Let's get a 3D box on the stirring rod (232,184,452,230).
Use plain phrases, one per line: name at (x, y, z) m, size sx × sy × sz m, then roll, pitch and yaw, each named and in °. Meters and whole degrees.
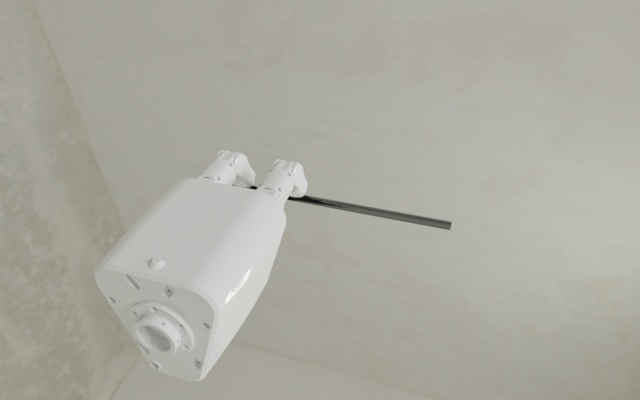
stirring rod at (0.000, 0.002, 0.449) m, size 0.239 × 0.011 × 0.011 m, roll 10°, pitch 3°, yaw 15°
